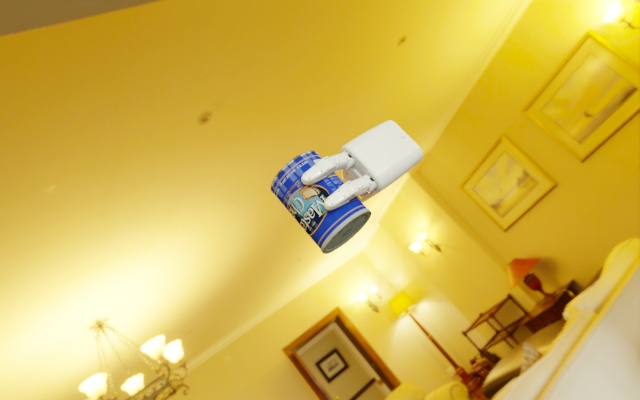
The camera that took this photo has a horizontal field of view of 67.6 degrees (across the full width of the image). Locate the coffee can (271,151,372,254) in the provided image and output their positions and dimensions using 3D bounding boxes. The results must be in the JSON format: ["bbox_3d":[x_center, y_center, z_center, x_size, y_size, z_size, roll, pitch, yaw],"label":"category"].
[{"bbox_3d":[0.000,0.003,0.788,0.103,0.140,0.103,-37,-18,-14],"label":"coffee can"}]
